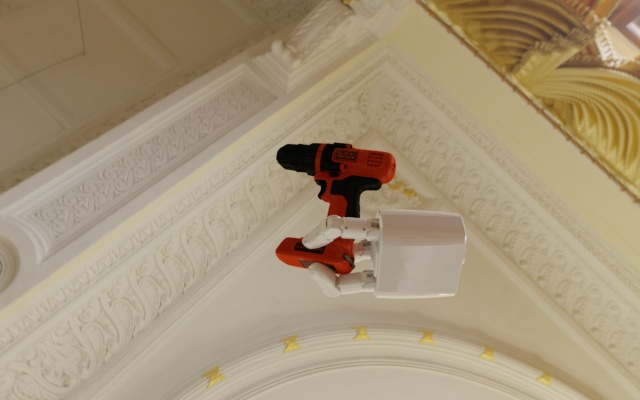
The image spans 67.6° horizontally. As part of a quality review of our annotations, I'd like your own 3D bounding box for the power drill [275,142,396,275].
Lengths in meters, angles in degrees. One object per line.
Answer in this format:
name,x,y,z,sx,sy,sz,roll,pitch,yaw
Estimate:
power drill,0.000,0.003,0.675,0.184,0.187,0.057,7,-23,23
